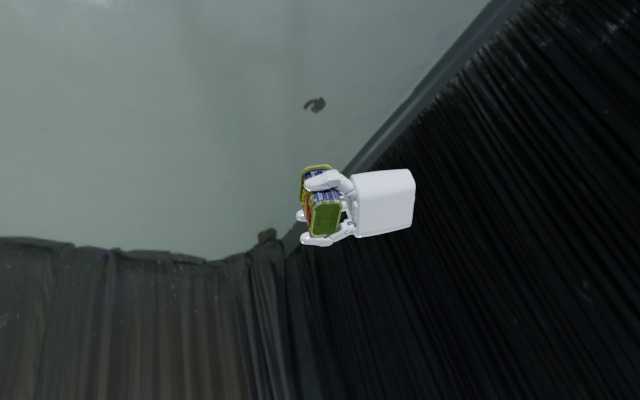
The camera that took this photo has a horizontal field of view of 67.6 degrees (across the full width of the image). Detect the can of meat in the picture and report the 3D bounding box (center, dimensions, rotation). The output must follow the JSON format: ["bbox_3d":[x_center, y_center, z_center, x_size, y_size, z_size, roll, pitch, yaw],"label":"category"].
[{"bbox_3d":[0.000,0.003,0.837,0.057,0.084,0.102,-7,-38,-13],"label":"can of meat"}]
